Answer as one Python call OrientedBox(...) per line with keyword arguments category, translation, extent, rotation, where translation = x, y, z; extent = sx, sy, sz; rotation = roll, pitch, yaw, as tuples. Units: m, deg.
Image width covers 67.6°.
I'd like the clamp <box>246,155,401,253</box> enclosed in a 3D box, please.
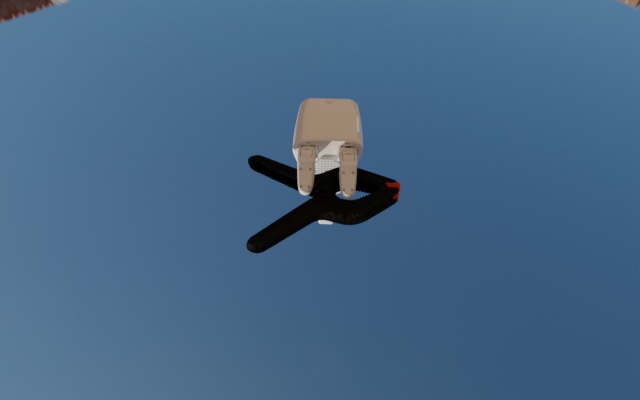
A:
OrientedBox(category="clamp", translation=(0.001, 0.002, 0.625), extent=(0.210, 0.164, 0.036), rotation=(1, -42, 1))
